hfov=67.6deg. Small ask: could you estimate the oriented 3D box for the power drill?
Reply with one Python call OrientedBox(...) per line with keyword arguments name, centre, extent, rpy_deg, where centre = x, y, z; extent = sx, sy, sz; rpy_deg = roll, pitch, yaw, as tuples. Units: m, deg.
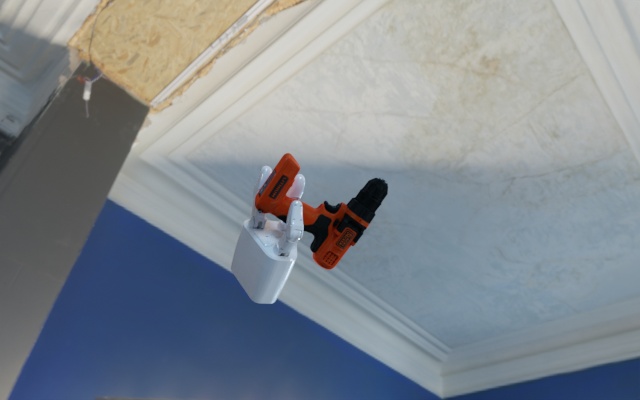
OrientedBox(name="power drill", centre=(0.000, 0.003, 0.800), extent=(0.188, 0.184, 0.057), rpy_deg=(34, 5, -15))
